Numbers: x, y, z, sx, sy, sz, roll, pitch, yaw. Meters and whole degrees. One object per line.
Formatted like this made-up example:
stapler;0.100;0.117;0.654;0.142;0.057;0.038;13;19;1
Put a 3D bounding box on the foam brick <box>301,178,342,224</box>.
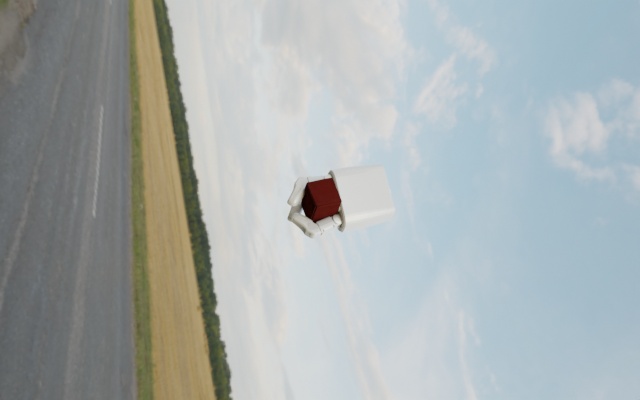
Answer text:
foam brick;0.000;0.003;0.870;0.051;0.053;0.078;-12;-26;-17
